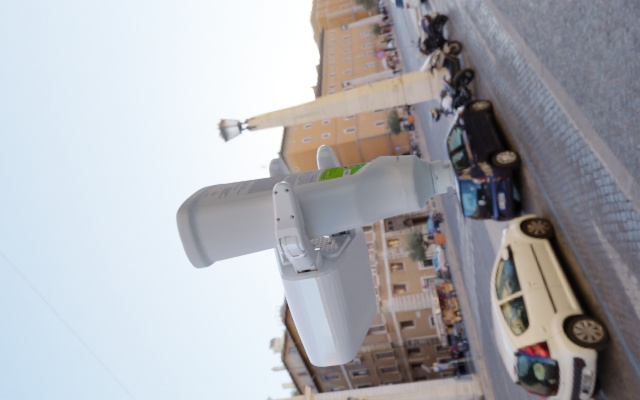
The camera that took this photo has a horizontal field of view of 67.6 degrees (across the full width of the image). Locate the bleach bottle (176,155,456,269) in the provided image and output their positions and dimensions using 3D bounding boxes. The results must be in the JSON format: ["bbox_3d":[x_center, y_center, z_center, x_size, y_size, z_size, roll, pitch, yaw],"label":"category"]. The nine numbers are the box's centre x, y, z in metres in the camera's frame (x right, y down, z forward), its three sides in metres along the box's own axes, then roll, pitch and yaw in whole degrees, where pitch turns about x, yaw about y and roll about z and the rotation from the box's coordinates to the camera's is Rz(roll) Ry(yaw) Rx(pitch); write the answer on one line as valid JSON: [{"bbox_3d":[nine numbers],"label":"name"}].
[{"bbox_3d":[0.000,0.001,0.455,0.251,0.068,0.102,-11,18,11],"label":"bleach bottle"}]
